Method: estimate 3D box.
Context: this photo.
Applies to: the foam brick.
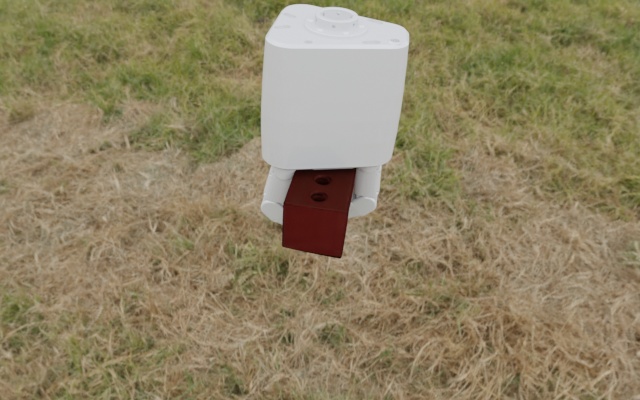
[{"bbox_3d":[0.000,0.002,0.412,0.053,0.051,0.078,9,40,3],"label":"foam brick"}]
